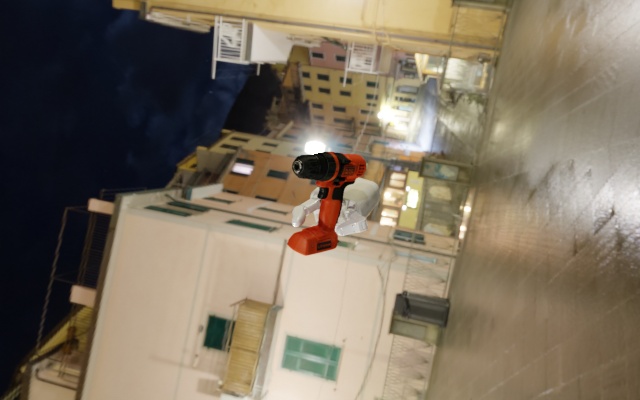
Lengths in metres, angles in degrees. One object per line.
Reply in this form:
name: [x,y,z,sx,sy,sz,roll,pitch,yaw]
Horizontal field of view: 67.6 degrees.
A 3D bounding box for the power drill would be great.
power drill: [0.000,0.003,0.853,0.057,0.188,0.184,30,21,34]
